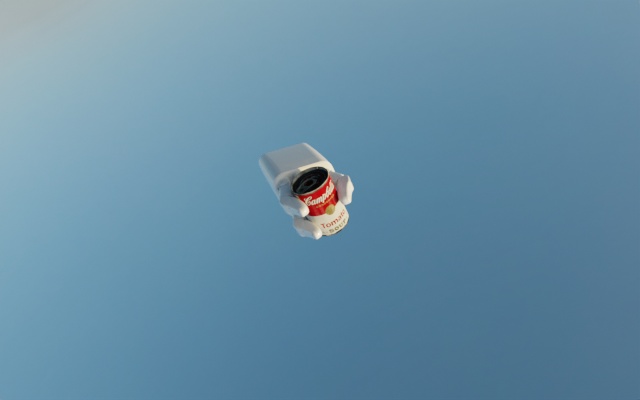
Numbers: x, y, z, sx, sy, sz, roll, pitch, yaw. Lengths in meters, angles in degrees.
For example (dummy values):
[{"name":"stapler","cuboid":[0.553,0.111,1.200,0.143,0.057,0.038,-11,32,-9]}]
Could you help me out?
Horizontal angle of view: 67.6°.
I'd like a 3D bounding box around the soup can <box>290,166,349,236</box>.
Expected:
[{"name":"soup can","cuboid":[0.001,0.003,0.804,0.068,0.102,0.068,-17,37,14]}]
